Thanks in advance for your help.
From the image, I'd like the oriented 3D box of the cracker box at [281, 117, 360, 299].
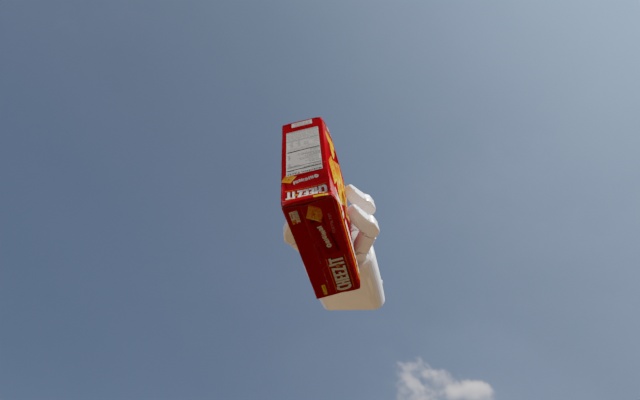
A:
[{"bbox_3d":[0.000,0.002,0.680,0.072,0.164,0.213,-14,35,6],"label":"cracker box"}]
